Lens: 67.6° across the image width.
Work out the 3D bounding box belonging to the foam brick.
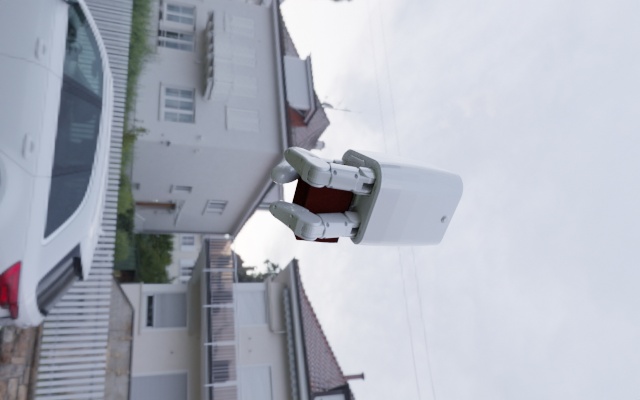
[{"bbox_3d":[0.000,0.002,0.533,0.051,0.078,0.053,6,31,-18],"label":"foam brick"}]
